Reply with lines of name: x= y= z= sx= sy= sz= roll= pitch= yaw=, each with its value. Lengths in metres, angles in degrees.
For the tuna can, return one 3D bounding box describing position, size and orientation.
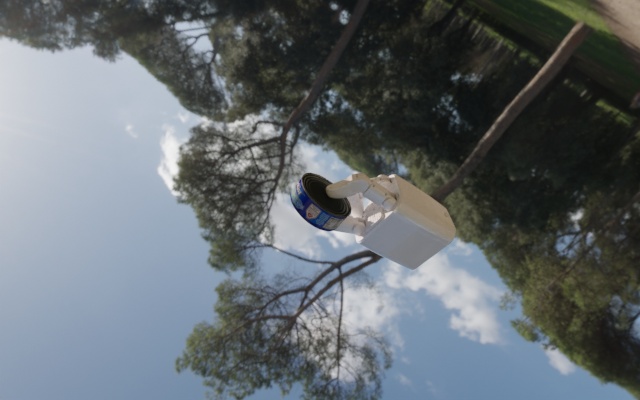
tuna can: x=0.000 y=0.003 z=0.673 sx=0.086 sy=0.086 sz=0.034 roll=0 pitch=-44 yaw=-53
